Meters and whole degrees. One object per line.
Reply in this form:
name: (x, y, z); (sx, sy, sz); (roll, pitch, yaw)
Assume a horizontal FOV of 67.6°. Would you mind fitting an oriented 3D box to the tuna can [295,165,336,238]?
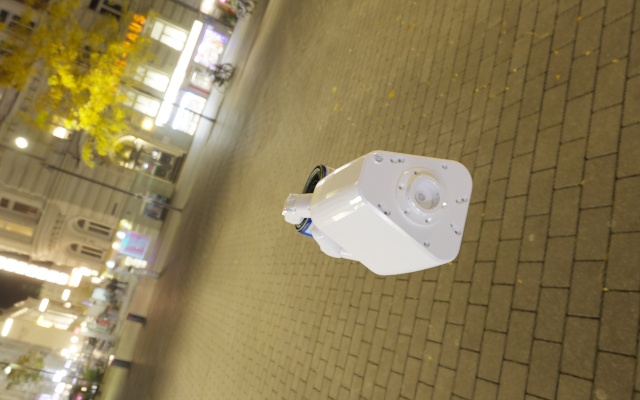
tuna can: (0.000, 0.002, 0.562); (0.034, 0.086, 0.086); (19, -5, -14)
